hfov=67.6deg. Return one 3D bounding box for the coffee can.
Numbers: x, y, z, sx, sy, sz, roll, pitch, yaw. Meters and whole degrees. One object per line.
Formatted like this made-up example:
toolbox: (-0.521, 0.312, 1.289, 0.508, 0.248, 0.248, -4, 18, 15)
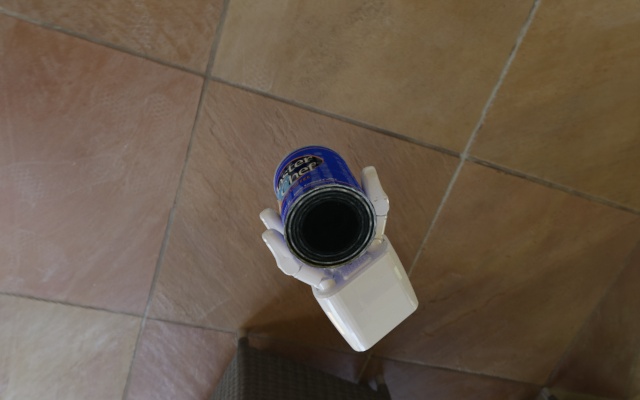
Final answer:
coffee can: (0.000, 0.002, 0.572, 0.103, 0.103, 0.140, 0, 24, -10)
